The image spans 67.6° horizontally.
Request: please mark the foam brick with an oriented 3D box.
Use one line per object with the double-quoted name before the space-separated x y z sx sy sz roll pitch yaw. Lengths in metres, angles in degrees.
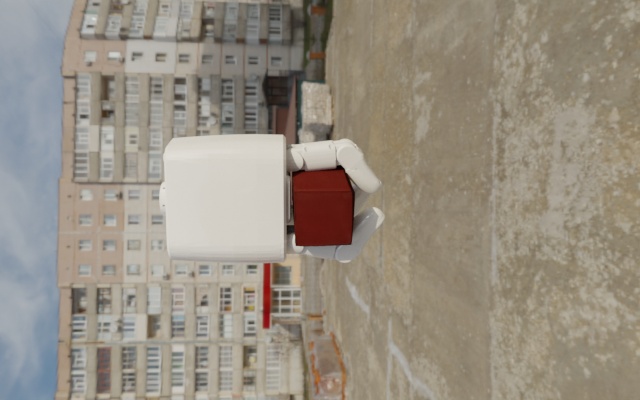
"foam brick" 0.000 0.001 0.436 0.051 0.053 0.078 -1 23 -5
